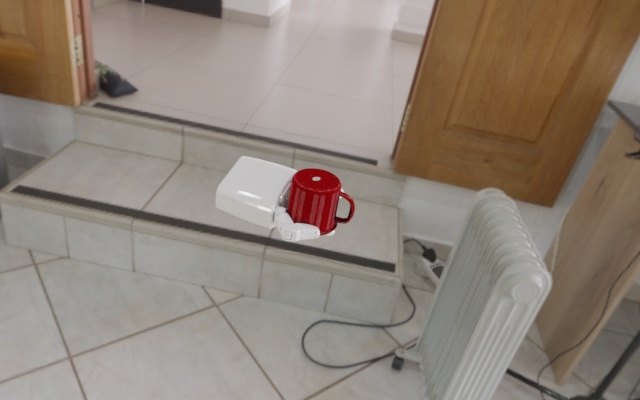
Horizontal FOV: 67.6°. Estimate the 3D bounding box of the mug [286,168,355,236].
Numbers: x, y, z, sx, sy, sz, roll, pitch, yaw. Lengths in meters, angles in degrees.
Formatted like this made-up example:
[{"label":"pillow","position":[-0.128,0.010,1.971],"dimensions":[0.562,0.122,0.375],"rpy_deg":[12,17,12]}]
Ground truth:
[{"label":"mug","position":[0.001,0.003,0.790],"dimensions":[0.117,0.081,0.093],"rpy_deg":[17,31,11]}]
